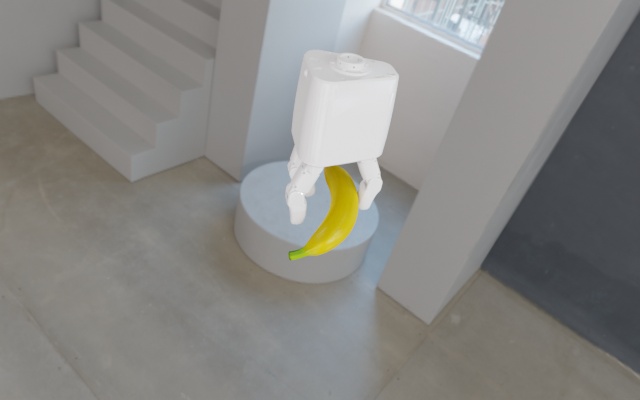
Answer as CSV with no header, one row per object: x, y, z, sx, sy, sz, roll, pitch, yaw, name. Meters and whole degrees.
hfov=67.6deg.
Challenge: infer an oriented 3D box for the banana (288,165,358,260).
0.017,0.008,0.637,0.069,0.037,0.197,11,39,10,banana
